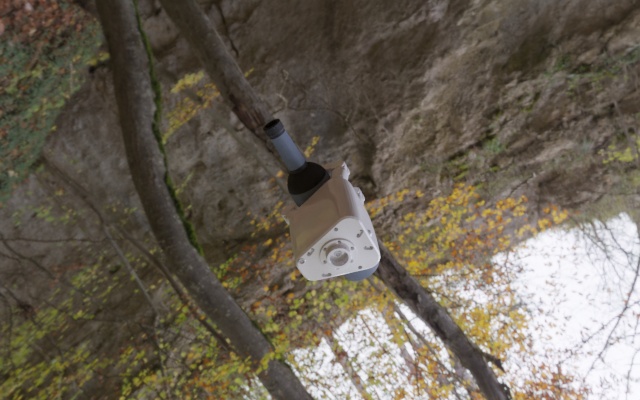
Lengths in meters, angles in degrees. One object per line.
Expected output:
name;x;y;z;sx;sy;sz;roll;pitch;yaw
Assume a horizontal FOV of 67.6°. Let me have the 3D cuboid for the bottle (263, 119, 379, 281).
bottle;0.000;0.003;0.739;0.069;0.296;0.069;-24;29;15
